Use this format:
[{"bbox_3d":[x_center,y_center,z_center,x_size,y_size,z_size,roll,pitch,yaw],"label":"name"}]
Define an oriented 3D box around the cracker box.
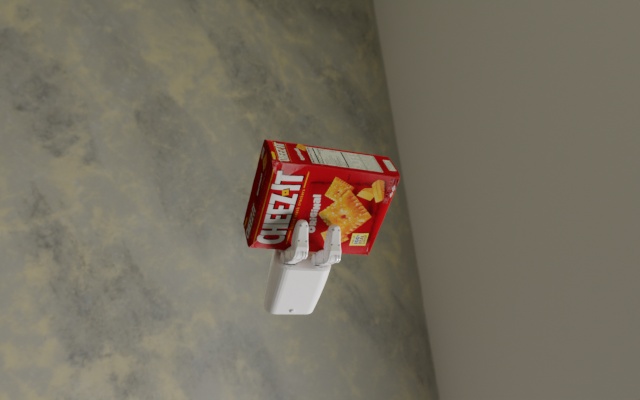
[{"bbox_3d":[0.000,0.002,0.763,0.214,0.164,0.072,6,33,-21],"label":"cracker box"}]
